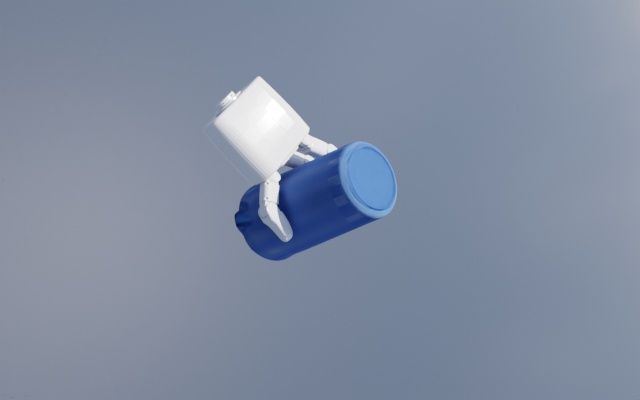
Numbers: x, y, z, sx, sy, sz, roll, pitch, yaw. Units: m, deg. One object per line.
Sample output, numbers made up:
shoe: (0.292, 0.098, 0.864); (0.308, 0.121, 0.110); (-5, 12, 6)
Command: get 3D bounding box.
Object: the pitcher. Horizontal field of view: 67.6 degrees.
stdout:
pitcher: (0.000, 0.002, 0.719); (0.243, 0.145, 0.149); (-23, 27, 46)
